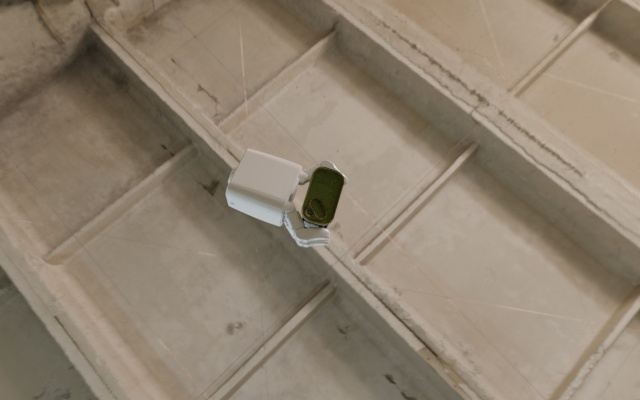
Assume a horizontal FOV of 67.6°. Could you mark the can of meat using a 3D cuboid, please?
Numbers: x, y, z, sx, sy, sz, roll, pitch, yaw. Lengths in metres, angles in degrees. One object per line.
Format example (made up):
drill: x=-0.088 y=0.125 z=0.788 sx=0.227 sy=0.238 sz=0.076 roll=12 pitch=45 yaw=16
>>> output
can of meat: x=0.000 y=0.003 z=0.850 sx=0.057 sy=0.102 sz=0.084 roll=17 pitch=-18 yaw=-1
